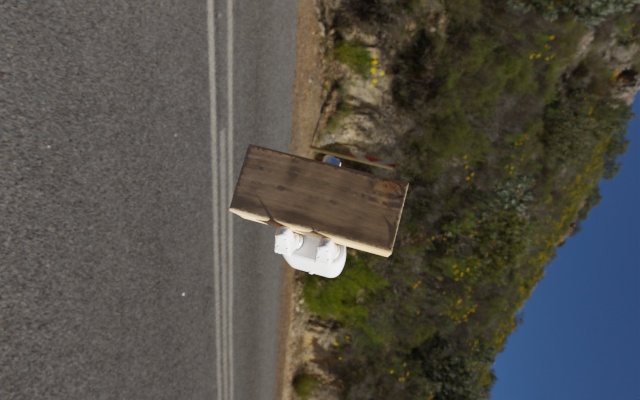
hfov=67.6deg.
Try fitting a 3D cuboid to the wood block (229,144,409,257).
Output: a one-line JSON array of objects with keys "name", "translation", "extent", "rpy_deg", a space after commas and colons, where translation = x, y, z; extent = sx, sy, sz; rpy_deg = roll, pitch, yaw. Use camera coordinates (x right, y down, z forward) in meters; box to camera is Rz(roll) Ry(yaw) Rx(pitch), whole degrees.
[{"name": "wood block", "translation": [0.000, 0.002, 0.625], "extent": [0.206, 0.091, 0.090], "rpy_deg": [14, -8, 7]}]
